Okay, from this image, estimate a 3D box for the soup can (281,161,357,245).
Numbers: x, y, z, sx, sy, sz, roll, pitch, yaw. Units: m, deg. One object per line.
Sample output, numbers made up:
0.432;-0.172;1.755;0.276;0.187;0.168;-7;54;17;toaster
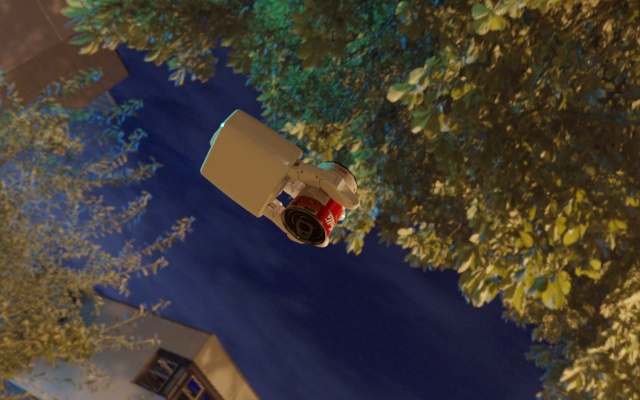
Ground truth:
0.001;0.002;0.656;0.068;0.068;0.102;0;41;38;soup can
